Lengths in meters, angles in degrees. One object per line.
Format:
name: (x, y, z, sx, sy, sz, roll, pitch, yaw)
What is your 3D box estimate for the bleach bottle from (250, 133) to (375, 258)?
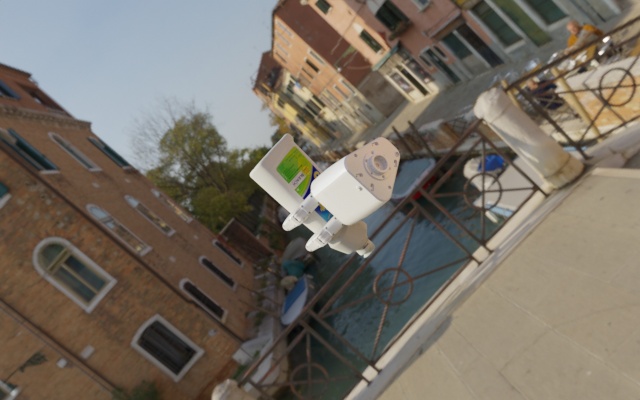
bleach bottle: (0.000, 0.003, 0.844, 0.251, 0.102, 0.068, 42, -34, -8)
